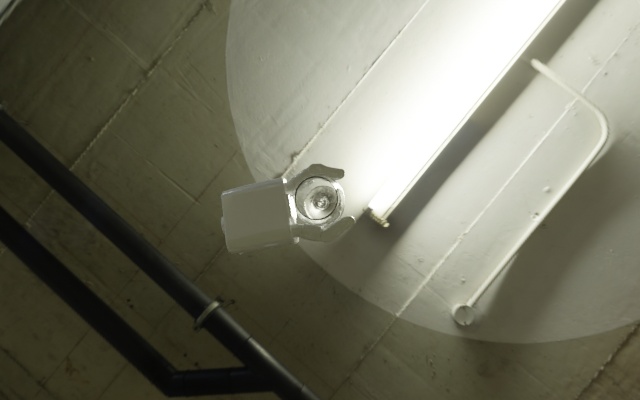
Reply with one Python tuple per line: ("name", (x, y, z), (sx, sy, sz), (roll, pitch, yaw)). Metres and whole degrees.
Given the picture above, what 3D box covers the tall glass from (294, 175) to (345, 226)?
("tall glass", (0.000, 0.002, 0.767), (0.079, 0.079, 0.201), (0, -3, 3))
